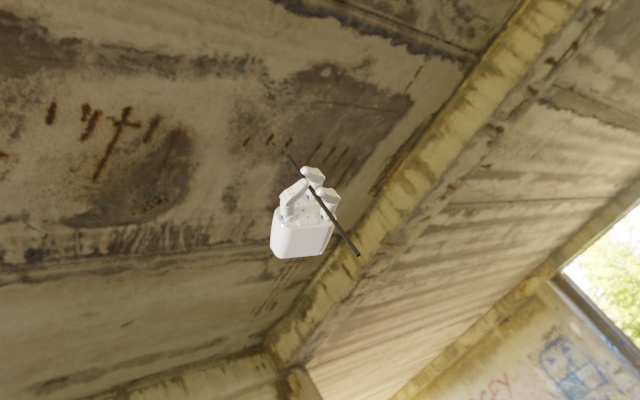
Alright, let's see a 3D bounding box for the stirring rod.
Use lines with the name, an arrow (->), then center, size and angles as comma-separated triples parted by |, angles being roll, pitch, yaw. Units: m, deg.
stirring rod -> 0.000, 0.003, 0.822 | 0.011, 0.239, 0.011 | -26, -31, -17
